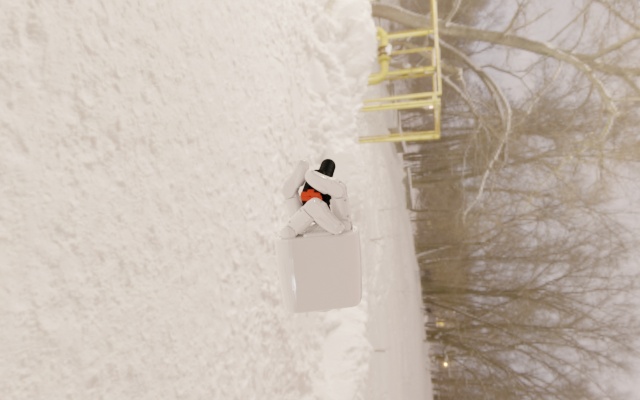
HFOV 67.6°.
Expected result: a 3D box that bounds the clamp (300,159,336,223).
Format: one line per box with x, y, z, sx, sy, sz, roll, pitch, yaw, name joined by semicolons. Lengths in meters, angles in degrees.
0.001;0.002;0.737;0.039;0.120;0.171;-3;10;13;clamp
